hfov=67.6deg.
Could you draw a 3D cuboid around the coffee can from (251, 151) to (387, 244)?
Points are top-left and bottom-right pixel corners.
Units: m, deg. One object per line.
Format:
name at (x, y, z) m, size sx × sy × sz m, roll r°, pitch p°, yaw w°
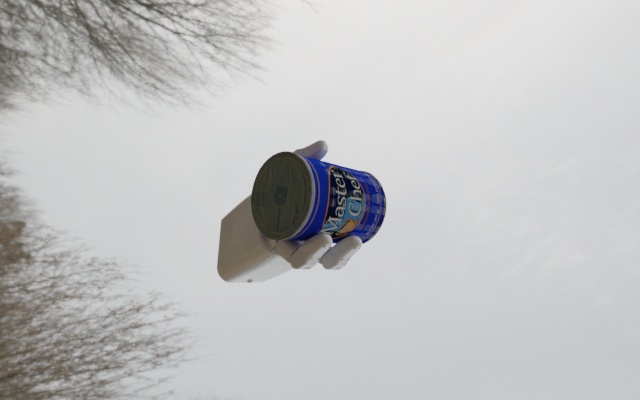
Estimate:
coffee can at (0.000, 0.002, 0.595) m, size 0.103 × 0.103 × 0.140 m, roll 0°, pitch -7°, yaw 43°
